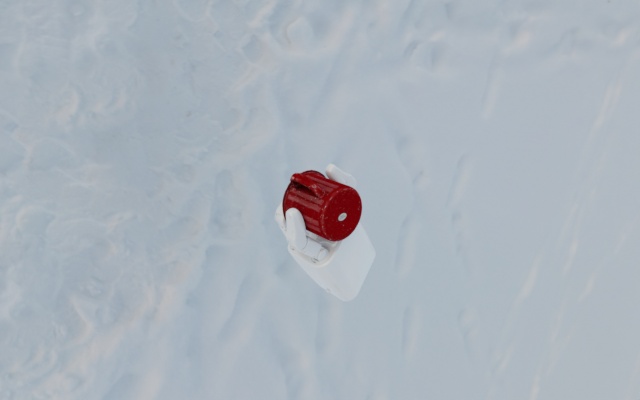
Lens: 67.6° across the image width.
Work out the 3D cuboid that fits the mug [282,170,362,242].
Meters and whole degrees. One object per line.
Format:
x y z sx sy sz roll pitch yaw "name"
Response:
0.000 0.001 0.679 0.081 0.093 0.117 22 -24 46 "mug"
